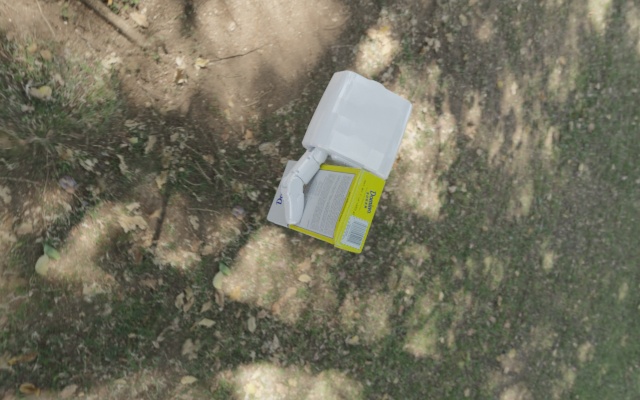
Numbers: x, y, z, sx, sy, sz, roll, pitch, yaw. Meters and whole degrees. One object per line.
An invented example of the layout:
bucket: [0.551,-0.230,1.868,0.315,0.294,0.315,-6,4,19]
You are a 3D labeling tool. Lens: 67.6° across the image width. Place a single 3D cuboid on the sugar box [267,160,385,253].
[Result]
sugar box: [0.001,0.002,0.613,0.048,0.093,0.176,23,-4,-30]
